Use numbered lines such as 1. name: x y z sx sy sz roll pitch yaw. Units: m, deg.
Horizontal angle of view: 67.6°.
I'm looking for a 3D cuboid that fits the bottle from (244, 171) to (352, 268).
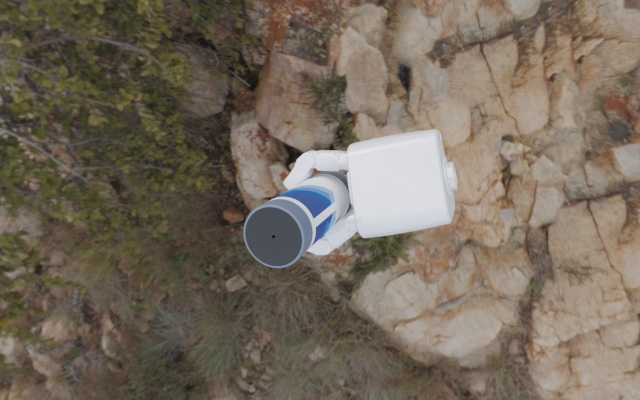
1. bottle: 0.000 0.002 0.608 0.069 0.069 0.295 0 13 19
